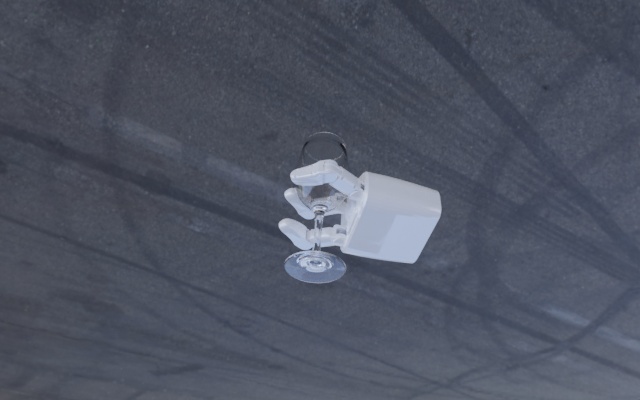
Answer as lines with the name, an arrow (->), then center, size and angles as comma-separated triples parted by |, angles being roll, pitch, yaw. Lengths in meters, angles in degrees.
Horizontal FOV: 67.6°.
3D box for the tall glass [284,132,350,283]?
tall glass -> 0.000, 0.003, 0.628 | 0.079, 0.200, 0.079 | 3, -37, 2
